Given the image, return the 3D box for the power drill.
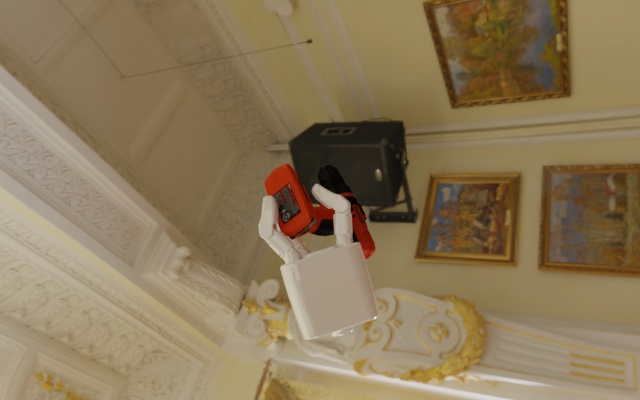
[{"bbox_3d":[0.000,0.003,0.747,0.057,0.184,0.188,-40,-32,25],"label":"power drill"}]
